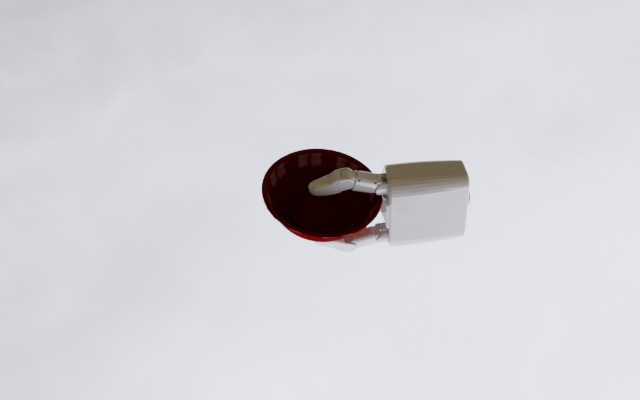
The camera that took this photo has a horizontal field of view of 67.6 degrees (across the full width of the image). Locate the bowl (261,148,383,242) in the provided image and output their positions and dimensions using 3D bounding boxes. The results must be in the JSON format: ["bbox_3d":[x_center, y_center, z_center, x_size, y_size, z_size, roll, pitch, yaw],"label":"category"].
[{"bbox_3d":[-0.001,0.002,0.653,0.162,0.162,0.055,0,-42,-8],"label":"bowl"}]
